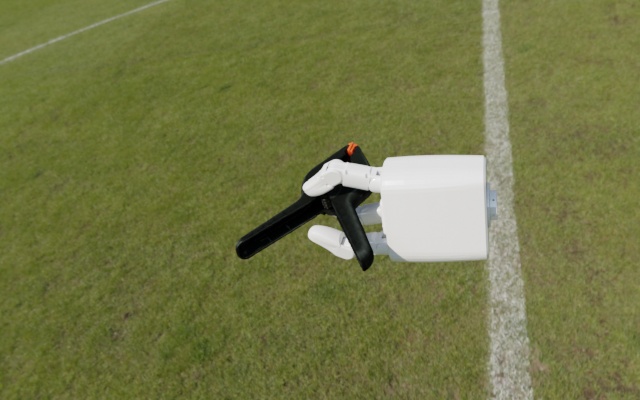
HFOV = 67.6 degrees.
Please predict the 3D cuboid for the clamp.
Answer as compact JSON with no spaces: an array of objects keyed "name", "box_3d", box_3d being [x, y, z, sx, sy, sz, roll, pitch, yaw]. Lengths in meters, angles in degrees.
[{"name":"clamp","box_3d":[0.000,0.001,0.572,0.164,0.036,0.209,-2,39,22]}]
